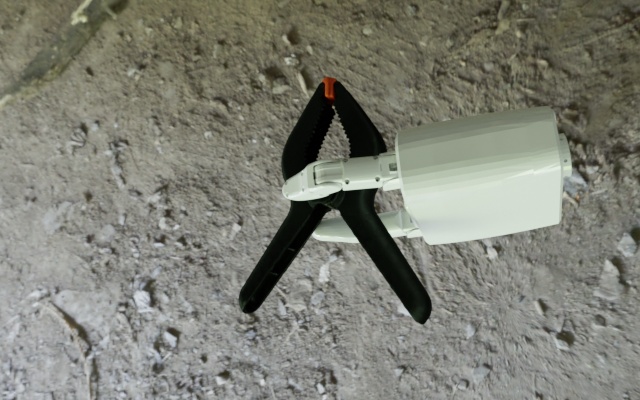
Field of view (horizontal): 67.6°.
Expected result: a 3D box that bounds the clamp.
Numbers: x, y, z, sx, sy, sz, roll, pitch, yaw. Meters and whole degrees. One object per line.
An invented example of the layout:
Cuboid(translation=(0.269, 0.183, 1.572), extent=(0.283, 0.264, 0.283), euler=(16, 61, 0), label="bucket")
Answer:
Cuboid(translation=(0.000, 0.001, 0.403), extent=(0.164, 0.210, 0.036), euler=(-10, -15, 22), label="clamp")
